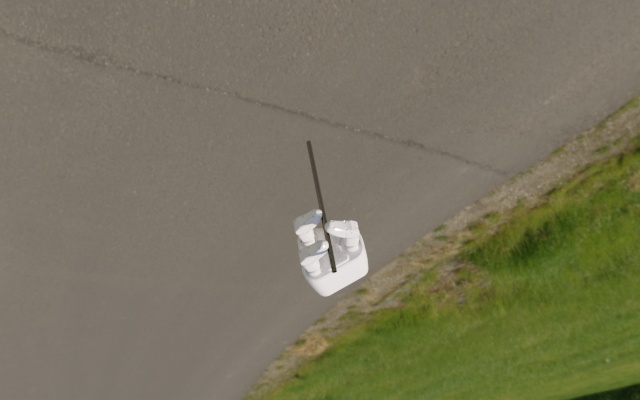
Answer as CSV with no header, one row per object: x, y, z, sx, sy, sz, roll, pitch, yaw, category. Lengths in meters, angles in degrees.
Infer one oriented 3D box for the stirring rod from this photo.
0.000,0.002,0.762,0.011,0.239,0.011,-9,-29,-5,stirring rod
